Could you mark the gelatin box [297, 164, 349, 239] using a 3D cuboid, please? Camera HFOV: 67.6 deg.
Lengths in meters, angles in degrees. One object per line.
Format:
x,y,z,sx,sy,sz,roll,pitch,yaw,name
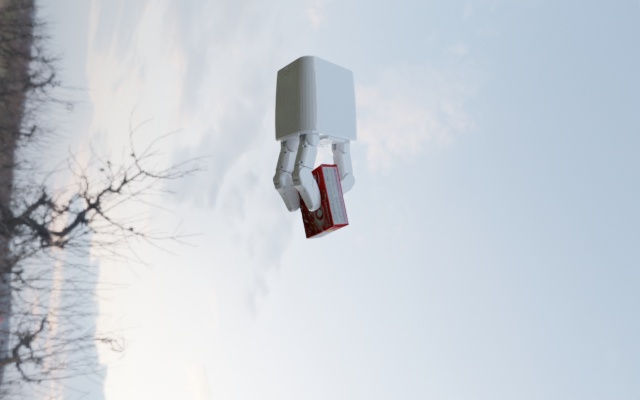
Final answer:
0.001,0.002,0.662,0.030,0.089,0.073,-3,-15,-34,gelatin box
